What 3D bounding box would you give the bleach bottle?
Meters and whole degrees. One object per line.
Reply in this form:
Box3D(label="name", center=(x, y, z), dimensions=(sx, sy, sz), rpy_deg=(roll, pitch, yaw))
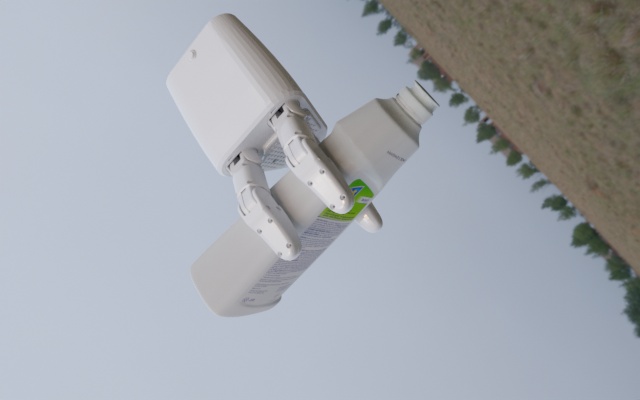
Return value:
Box3D(label="bleach bottle", center=(0.000, 0.001, 0.410), dimensions=(0.251, 0.068, 0.102), rpy_deg=(-44, -22, 20))
